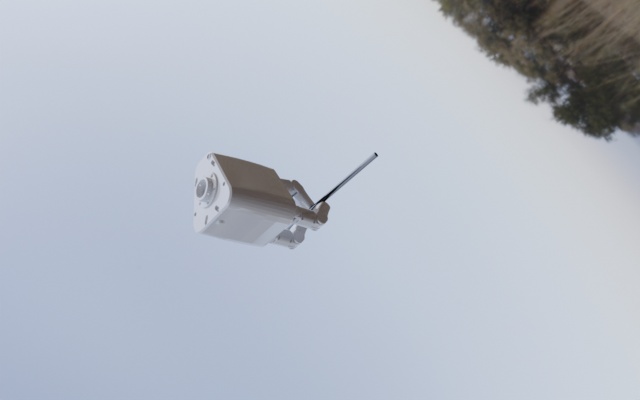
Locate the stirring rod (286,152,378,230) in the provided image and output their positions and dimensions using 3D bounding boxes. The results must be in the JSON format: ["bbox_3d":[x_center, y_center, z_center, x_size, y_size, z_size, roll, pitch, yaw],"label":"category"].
[{"bbox_3d":[0.000,0.002,0.729,0.240,0.011,0.011,-41,-24,32],"label":"stirring rod"}]
